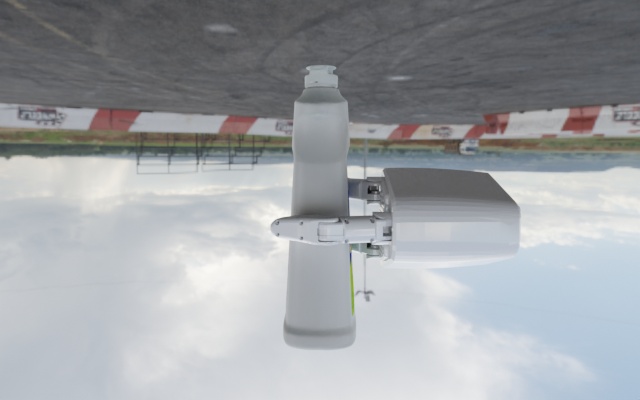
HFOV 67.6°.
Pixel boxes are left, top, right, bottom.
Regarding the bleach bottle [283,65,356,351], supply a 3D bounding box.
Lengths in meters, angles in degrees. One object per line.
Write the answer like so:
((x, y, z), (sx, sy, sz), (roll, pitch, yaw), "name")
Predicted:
((0.000, 0.002, 0.449), (0.068, 0.251, 0.102), (0, 6, 1), "bleach bottle")
